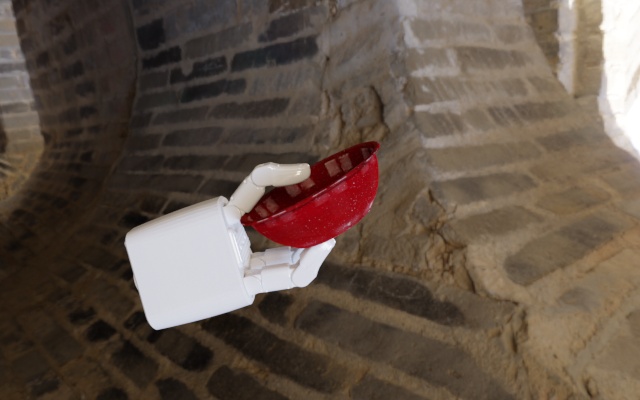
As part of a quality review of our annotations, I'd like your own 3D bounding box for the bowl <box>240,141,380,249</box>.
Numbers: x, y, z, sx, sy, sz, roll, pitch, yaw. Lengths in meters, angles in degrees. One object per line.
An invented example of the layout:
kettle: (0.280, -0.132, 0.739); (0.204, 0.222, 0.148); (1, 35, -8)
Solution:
bowl: (0.001, 0.001, 0.491); (0.162, 0.055, 0.162); (-29, 12, 7)
